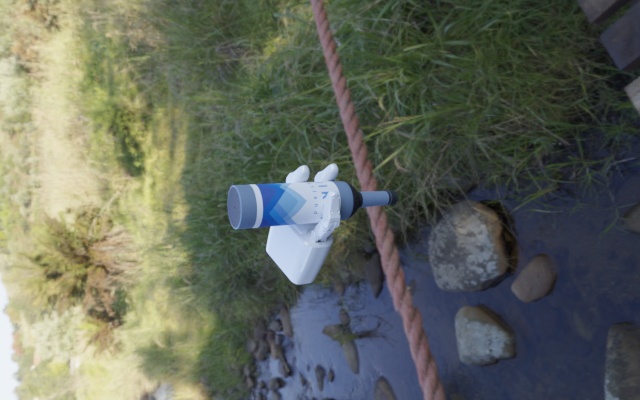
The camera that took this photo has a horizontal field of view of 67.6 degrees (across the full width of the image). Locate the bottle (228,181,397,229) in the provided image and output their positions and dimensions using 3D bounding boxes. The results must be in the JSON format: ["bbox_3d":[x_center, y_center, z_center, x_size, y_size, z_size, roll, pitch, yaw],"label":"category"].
[{"bbox_3d":[0.000,0.003,0.785,0.296,0.069,0.069,-3,2,-28],"label":"bottle"}]
